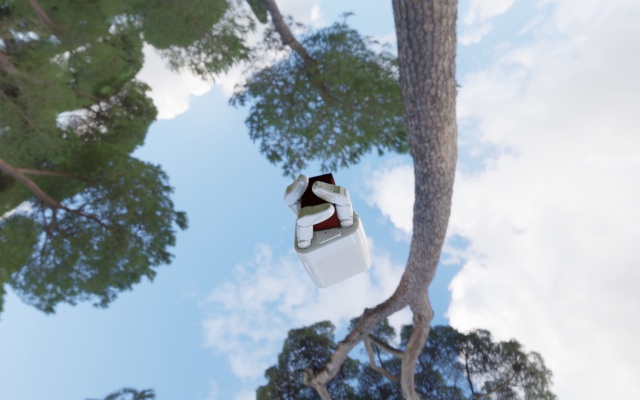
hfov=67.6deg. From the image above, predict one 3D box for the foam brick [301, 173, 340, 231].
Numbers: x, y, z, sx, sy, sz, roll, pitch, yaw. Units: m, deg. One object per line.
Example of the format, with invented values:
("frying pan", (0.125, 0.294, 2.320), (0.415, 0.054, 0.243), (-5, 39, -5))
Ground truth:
("foam brick", (0.000, 0.002, 0.777), (0.053, 0.051, 0.078), (-11, 42, 11))
